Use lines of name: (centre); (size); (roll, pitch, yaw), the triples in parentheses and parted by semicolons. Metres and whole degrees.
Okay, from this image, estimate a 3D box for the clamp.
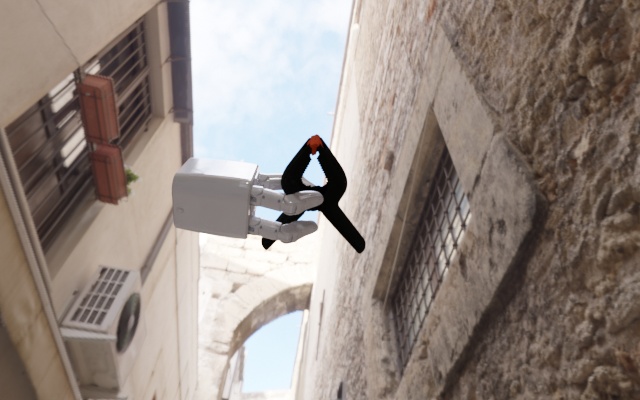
clamp: (0.000, 0.001, 0.704); (0.164, 0.210, 0.036); (7, 38, -4)
